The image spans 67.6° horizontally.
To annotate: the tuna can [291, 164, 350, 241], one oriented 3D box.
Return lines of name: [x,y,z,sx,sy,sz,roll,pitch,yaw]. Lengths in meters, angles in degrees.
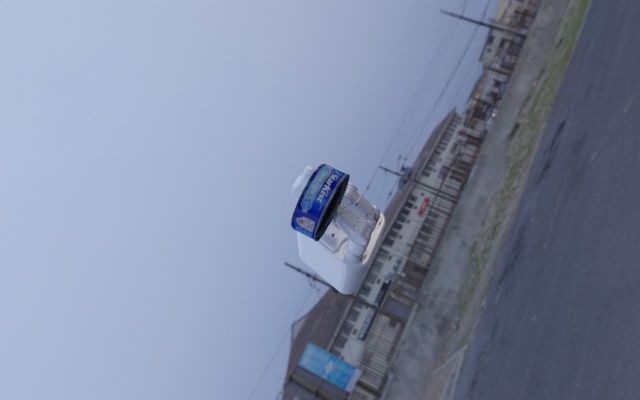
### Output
tuna can: [0.000,0.002,0.550,0.034,0.086,0.086,26,4,9]
